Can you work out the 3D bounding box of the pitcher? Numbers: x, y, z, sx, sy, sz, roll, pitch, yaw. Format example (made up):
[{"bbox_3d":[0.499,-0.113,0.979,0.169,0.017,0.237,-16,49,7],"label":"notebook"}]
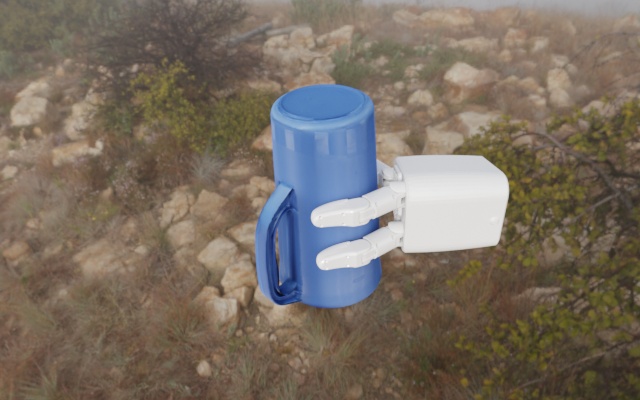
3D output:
[{"bbox_3d":[0.000,0.002,0.550,0.145,0.243,0.149,-2,34,3],"label":"pitcher"}]
